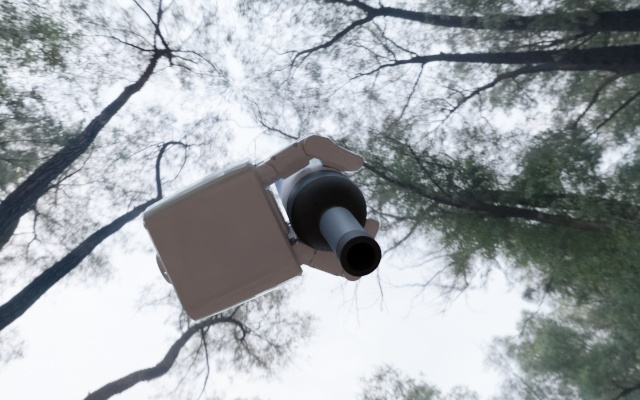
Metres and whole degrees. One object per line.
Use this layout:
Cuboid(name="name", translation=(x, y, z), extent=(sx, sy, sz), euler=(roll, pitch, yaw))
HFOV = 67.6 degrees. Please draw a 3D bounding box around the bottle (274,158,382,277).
Cuboid(name="bottle", translation=(0.000, 0.001, 0.439), extent=(0.069, 0.069, 0.295), euler=(0, 13, -10))
